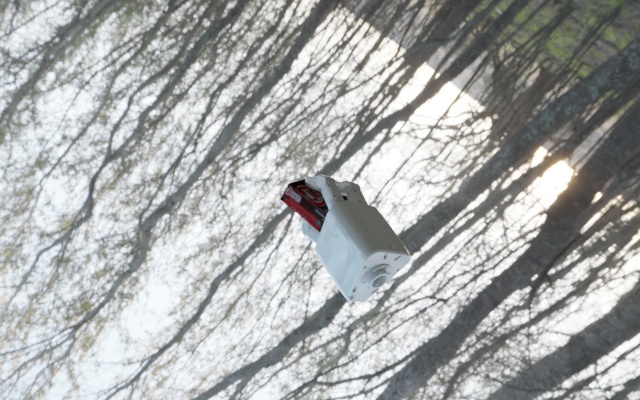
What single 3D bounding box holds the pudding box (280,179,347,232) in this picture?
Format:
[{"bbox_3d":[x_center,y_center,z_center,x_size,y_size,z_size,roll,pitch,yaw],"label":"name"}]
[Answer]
[{"bbox_3d":[0.000,0.003,0.791,0.090,0.039,0.113,40,23,16],"label":"pudding box"}]
